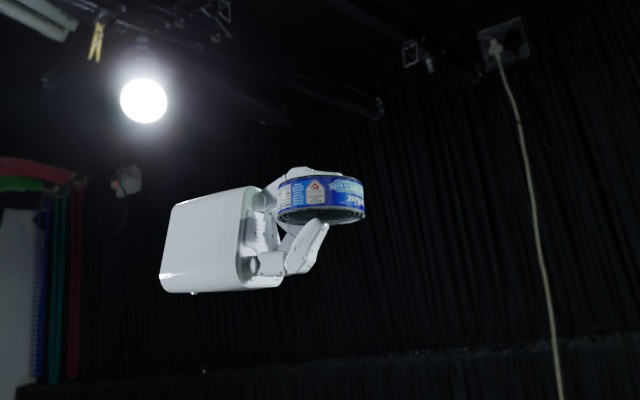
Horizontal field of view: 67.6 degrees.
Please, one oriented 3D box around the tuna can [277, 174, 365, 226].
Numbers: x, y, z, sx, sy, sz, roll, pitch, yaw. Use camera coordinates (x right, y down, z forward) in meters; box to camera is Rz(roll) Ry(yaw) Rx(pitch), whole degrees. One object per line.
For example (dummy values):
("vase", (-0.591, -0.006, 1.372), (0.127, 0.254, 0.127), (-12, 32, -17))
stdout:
("tuna can", (0.000, 0.001, 0.469), (0.086, 0.033, 0.086), (-2, -13, 0))
